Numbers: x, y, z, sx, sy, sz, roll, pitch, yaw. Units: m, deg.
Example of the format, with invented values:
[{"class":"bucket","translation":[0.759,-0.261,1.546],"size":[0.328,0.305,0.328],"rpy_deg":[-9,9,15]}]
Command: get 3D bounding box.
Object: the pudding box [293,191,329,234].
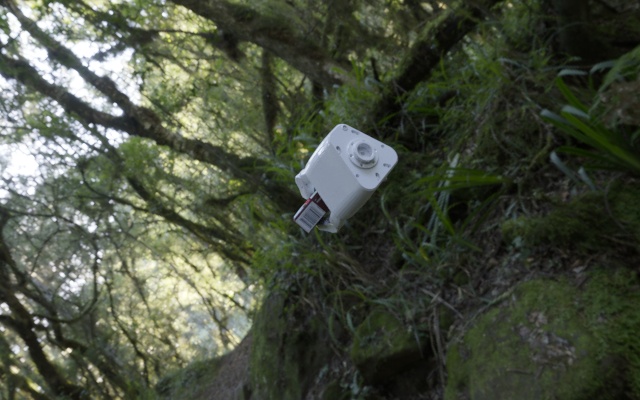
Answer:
[{"class":"pudding box","translation":[0.000,0.003,0.843],"size":[0.039,0.113,0.090],"rpy_deg":[42,-2,-2]}]
